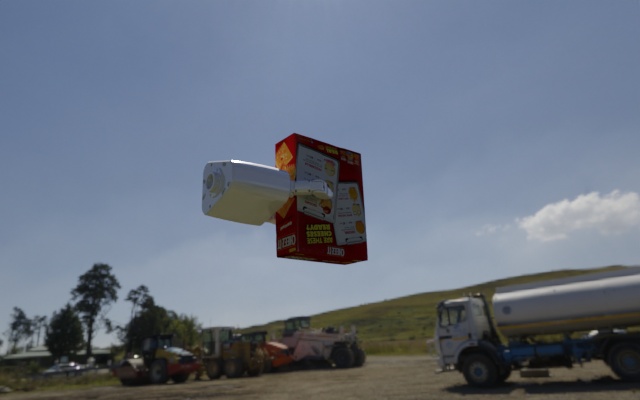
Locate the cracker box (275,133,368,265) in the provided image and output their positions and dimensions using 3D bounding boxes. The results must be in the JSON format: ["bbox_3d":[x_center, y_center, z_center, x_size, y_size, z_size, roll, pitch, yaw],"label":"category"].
[{"bbox_3d":[0.000,0.003,0.868,0.164,0.213,0.072,12,-22,-38],"label":"cracker box"}]
